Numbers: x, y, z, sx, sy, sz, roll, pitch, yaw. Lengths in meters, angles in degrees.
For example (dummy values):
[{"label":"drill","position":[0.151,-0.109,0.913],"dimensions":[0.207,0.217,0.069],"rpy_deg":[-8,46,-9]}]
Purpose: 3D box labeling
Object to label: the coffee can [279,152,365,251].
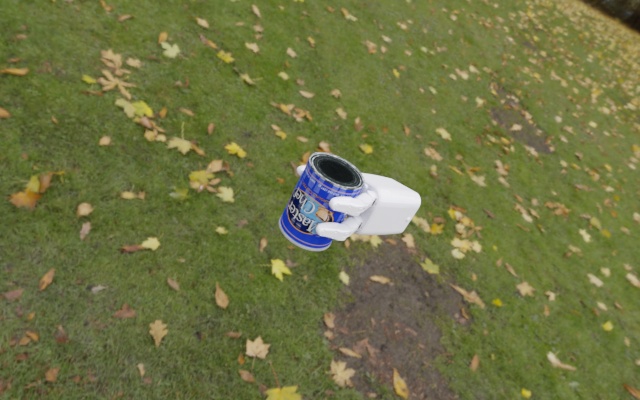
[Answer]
[{"label":"coffee can","position":[0.000,0.003,0.827],"dimensions":[0.103,0.140,0.102],"rpy_deg":[20,31,-13]}]
